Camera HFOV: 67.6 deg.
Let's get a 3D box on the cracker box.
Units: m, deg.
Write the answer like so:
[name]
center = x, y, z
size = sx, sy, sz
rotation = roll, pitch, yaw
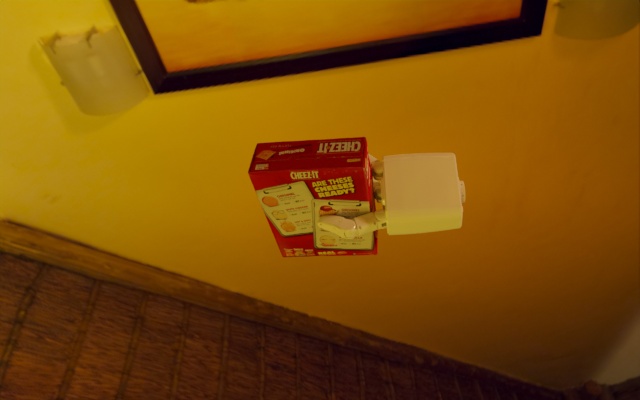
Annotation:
[cracker box]
center = 0.000, 0.003, 0.737
size = 0.164, 0.072, 0.214
rotation = -2, -40, 11
